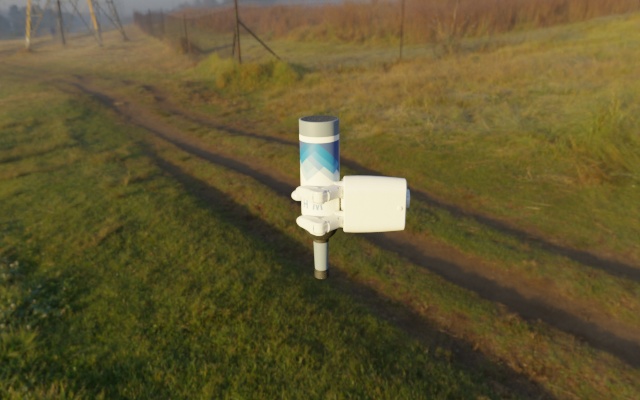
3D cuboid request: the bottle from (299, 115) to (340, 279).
[{"bbox_3d":[0.000,0.003,0.841,0.069,0.296,0.069,-1,20,0],"label":"bottle"}]
